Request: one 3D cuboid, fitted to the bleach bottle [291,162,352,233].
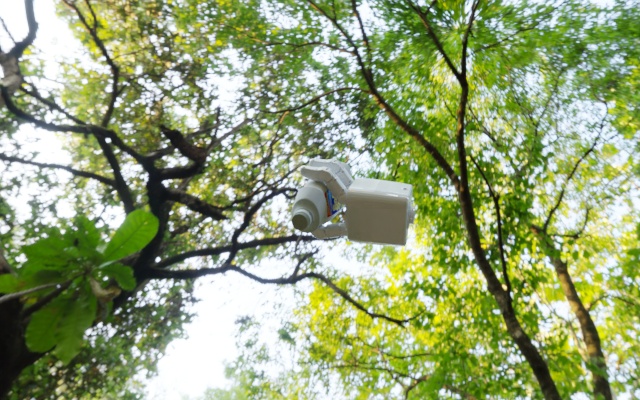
[{"bbox_3d":[0.000,0.003,0.880,0.068,0.103,0.250,6,20,15],"label":"bleach bottle"}]
